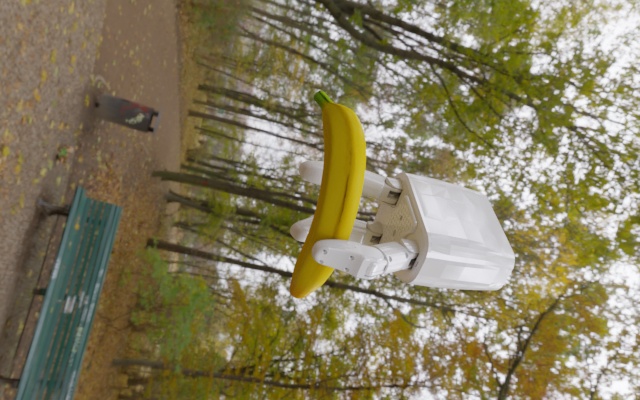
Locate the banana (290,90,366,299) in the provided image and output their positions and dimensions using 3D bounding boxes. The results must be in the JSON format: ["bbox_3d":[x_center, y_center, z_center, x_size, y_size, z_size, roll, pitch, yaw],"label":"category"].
[{"bbox_3d":[0.008,0.000,0.430,0.037,0.198,0.069,7,4,-26],"label":"banana"}]
